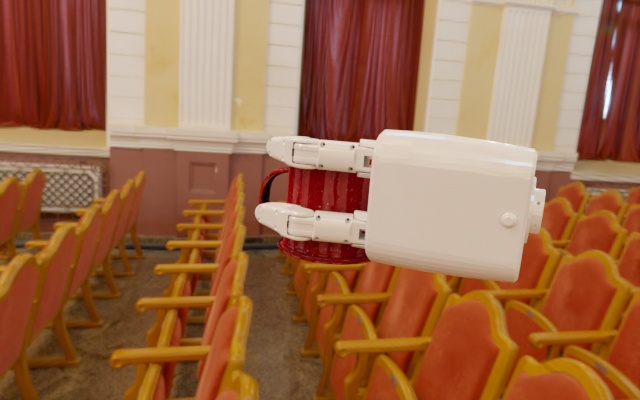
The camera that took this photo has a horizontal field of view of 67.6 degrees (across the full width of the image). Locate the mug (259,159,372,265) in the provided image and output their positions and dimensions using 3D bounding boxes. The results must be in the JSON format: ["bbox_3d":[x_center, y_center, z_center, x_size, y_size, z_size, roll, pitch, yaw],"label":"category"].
[{"bbox_3d":[-0.001,0.001,0.423,0.117,0.081,0.093,9,11,21],"label":"mug"}]
